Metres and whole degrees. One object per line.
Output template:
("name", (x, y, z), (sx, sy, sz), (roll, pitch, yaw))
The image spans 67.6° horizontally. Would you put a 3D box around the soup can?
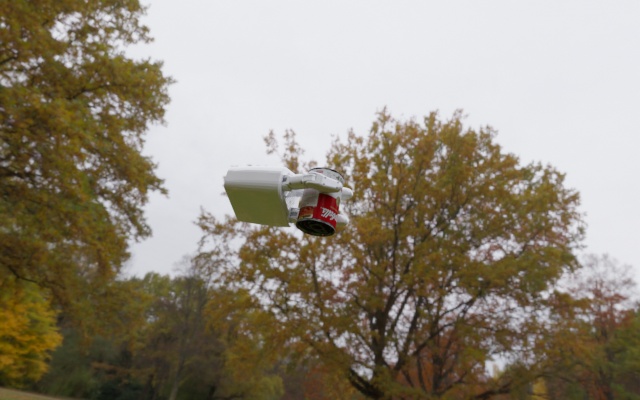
("soup can", (0.001, 0.002, 0.822), (0.068, 0.102, 0.068), (9, -26, 5))
